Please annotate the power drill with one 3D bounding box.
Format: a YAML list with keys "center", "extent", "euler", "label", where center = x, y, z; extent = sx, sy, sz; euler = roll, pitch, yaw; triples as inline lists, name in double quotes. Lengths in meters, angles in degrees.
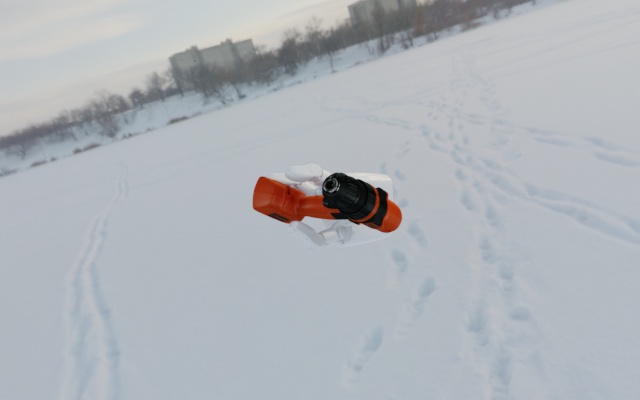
- center: [0.000, 0.002, 0.660]
  extent: [0.187, 0.057, 0.184]
  euler: [5, -14, 33]
  label: "power drill"
